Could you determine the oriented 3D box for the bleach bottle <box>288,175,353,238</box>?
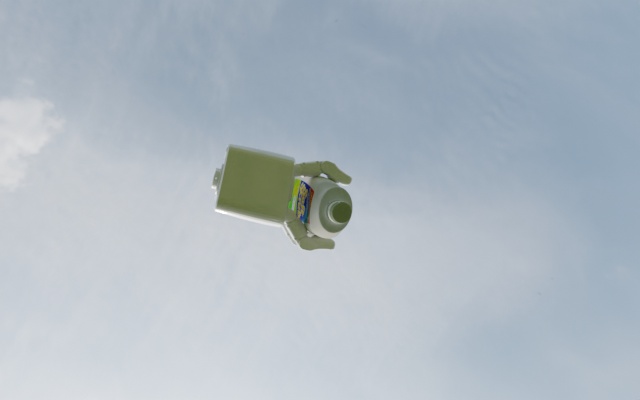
[{"bbox_3d":[0.000,0.003,0.758,0.068,0.102,0.251,14,-1,-14],"label":"bleach bottle"}]
